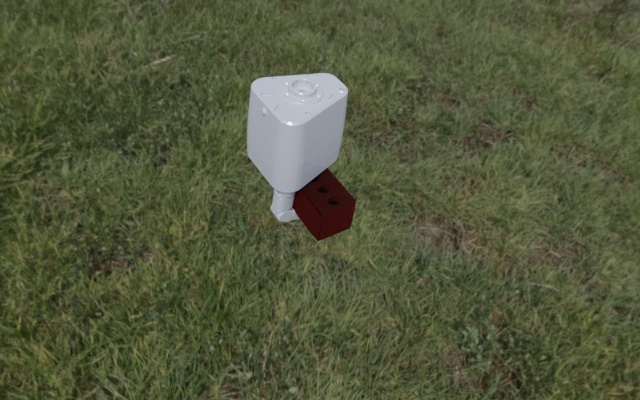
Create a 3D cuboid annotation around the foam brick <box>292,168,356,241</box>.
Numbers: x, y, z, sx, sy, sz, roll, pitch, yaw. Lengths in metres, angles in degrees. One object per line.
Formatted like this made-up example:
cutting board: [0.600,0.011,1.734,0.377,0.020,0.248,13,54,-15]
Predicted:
foam brick: [0.000,0.002,0.610,0.053,0.051,0.078,-23,56,-27]
